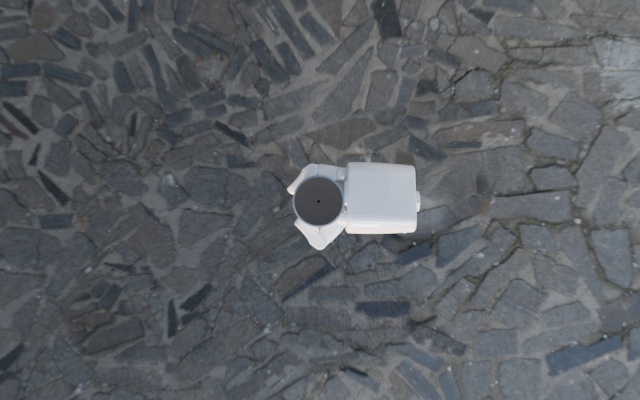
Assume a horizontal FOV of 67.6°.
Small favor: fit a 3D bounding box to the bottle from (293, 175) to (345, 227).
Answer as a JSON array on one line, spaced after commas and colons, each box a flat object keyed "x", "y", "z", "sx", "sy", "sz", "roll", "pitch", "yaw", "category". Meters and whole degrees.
[{"x": 0.000, "y": 0.002, "z": 0.752, "sx": 0.069, "sy": 0.069, "sz": 0.296, "roll": 0, "pitch": -1, "yaw": 1, "category": "bottle"}]
